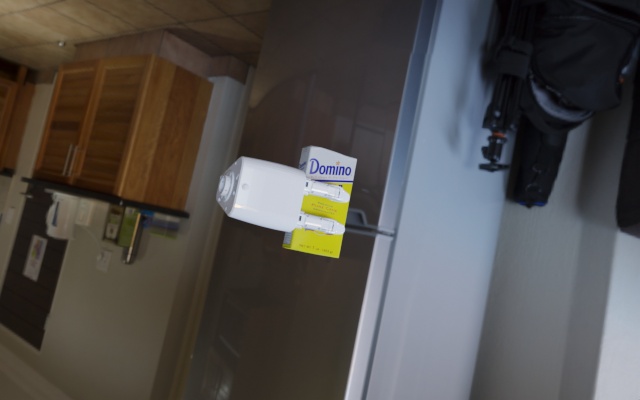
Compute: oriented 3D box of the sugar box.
[{"bbox_3d":[0.000,0.003,0.813,0.093,0.176,0.048,14,-6,-25],"label":"sugar box"}]
